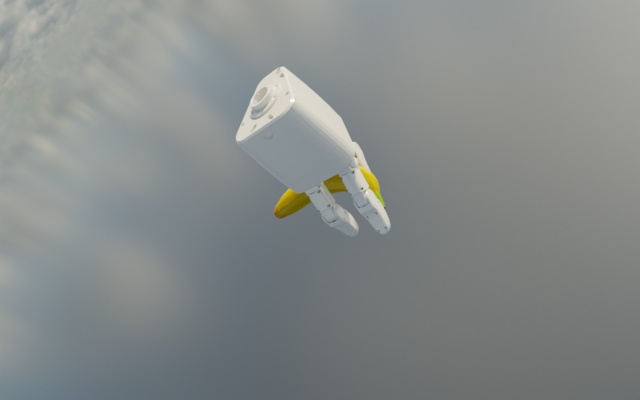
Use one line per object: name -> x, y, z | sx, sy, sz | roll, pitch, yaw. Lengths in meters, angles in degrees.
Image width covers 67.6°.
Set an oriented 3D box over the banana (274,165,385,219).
banana -> 0.008, -0.014, 0.662 | 0.198, 0.069, 0.037 | -7, -33, 43
